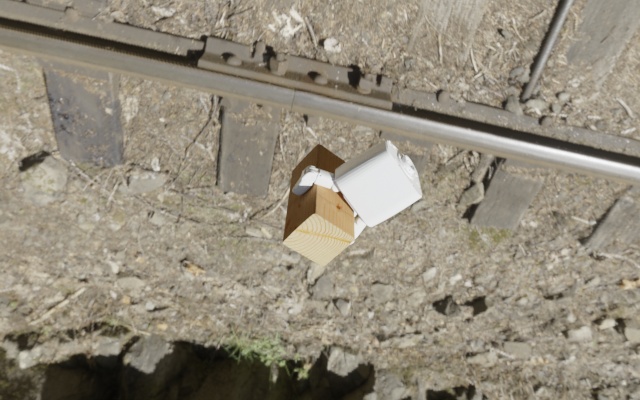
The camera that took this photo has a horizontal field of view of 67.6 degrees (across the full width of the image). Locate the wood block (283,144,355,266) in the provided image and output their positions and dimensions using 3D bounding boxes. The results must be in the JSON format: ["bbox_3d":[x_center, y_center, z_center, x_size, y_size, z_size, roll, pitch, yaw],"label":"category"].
[{"bbox_3d":[0.000,0.003,0.868,0.091,0.206,0.090,33,-57,-22],"label":"wood block"}]
